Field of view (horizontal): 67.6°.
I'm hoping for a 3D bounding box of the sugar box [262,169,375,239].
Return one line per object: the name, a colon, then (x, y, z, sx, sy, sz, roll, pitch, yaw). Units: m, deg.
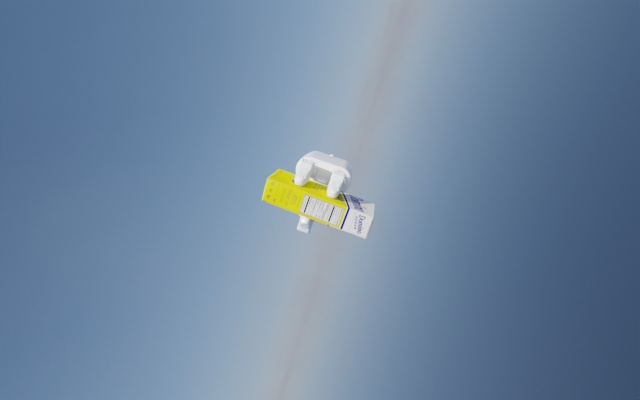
sugar box: (0.000, 0.002, 0.774, 0.176, 0.048, 0.093, 18, 15, 2)
